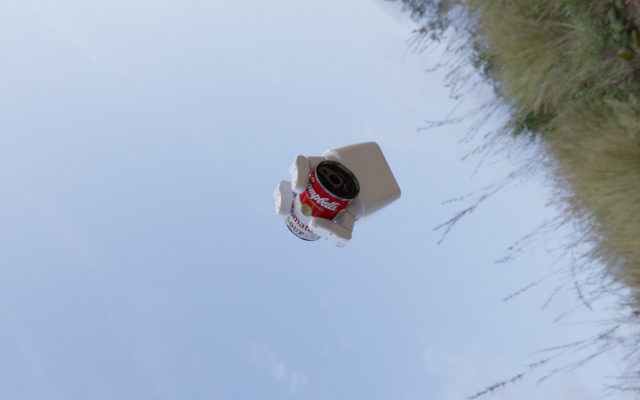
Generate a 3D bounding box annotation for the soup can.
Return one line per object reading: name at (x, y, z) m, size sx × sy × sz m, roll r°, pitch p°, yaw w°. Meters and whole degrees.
soup can at (0.000, 0.003, 0.667) m, size 0.068 × 0.068 × 0.102 m, roll 0°, pitch -37°, yaw -36°
